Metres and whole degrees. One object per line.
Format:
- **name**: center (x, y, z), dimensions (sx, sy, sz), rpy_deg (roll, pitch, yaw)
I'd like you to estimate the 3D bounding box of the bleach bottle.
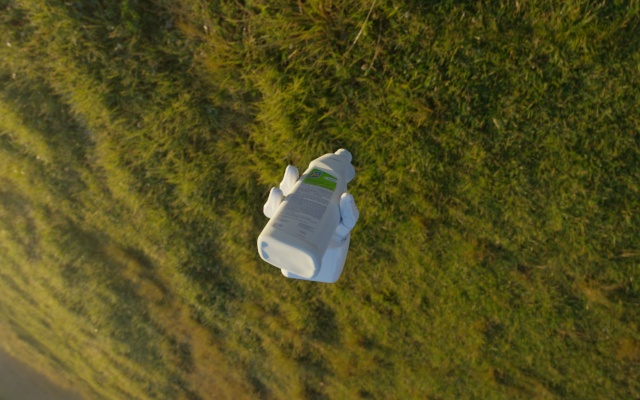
- **bleach bottle**: center (0.000, 0.002, 0.765), dimensions (0.102, 0.068, 0.250), rpy_deg (19, 48, 15)
